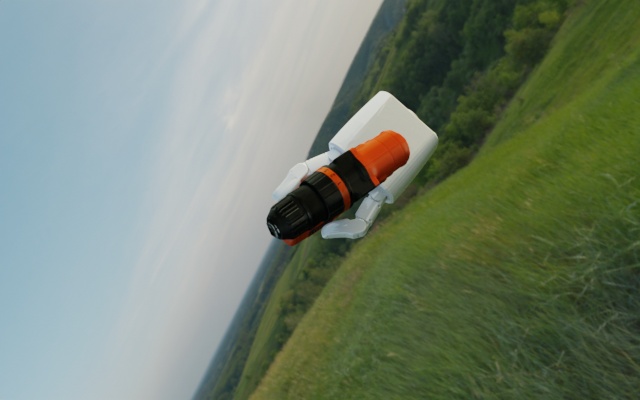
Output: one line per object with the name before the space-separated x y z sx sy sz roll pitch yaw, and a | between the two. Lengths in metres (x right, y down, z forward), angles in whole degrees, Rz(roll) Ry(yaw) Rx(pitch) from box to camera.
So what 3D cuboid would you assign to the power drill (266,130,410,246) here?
power drill | 0.000 0.002 0.562 0.184 0.057 0.188 -32 -2 -24
